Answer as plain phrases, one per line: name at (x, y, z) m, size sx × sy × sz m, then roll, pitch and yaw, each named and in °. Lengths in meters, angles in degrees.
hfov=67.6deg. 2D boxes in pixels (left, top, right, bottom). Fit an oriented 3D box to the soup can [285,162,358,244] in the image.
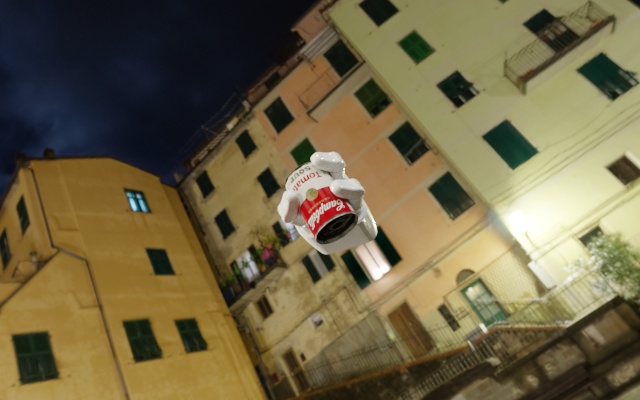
soup can at (0.000, 0.002, 0.686) m, size 0.068 × 0.102 × 0.068 m, roll -24°, pitch -30°, yaw -15°
